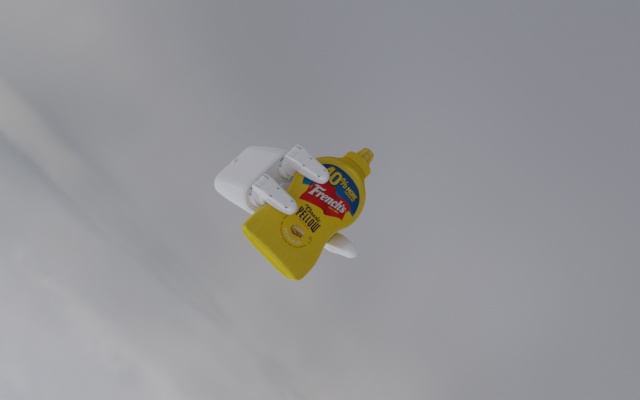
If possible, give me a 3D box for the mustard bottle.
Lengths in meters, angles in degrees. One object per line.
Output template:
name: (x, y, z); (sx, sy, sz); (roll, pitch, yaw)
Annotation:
mustard bottle: (0.000, 0.002, 0.600); (0.191, 0.096, 0.058); (-46, 8, -18)
